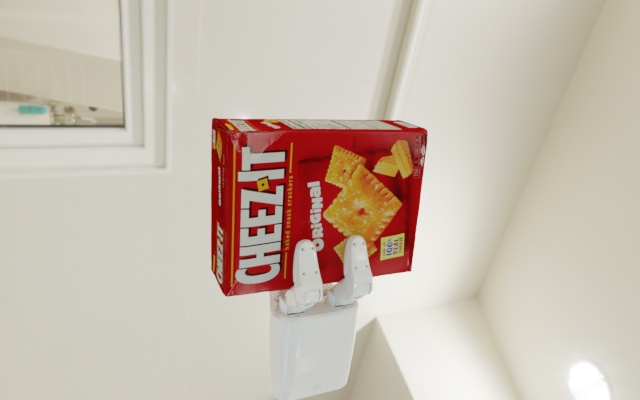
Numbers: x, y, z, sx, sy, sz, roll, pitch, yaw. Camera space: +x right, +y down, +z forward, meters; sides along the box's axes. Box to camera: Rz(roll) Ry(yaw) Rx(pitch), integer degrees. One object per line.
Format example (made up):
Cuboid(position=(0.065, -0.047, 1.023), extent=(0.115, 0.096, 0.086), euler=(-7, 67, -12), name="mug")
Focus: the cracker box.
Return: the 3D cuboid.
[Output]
Cuboid(position=(0.000, 0.002, 0.494), extent=(0.213, 0.164, 0.072), euler=(-4, 19, -24), name="cracker box")
